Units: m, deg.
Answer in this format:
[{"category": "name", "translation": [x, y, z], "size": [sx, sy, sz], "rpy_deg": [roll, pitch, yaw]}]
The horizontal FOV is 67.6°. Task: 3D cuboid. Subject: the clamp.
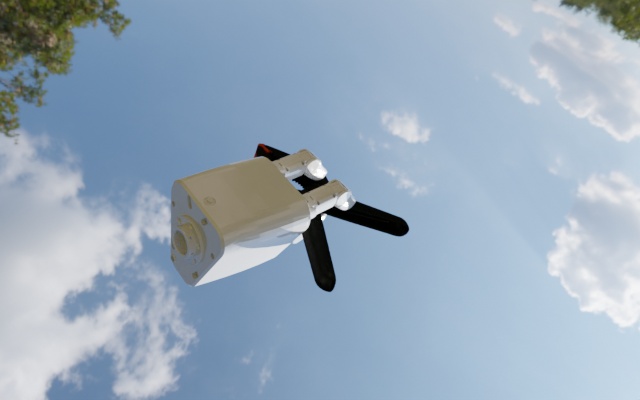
[{"category": "clamp", "translation": [-0.001, 0.002, 0.580], "size": [0.164, 0.036, 0.210], "rpy_deg": [-19, 57, -42]}]
